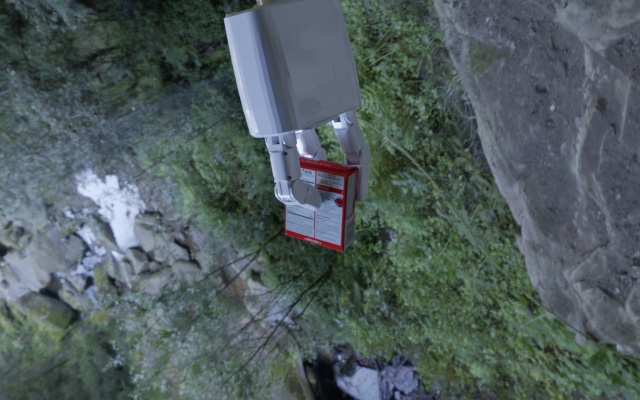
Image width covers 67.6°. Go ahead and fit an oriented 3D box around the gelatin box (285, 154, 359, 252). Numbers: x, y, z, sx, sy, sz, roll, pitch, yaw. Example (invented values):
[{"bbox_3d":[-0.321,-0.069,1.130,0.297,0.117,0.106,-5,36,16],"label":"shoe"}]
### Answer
[{"bbox_3d":[0.000,0.002,0.504,0.073,0.089,0.030,14,26,27],"label":"gelatin box"}]
